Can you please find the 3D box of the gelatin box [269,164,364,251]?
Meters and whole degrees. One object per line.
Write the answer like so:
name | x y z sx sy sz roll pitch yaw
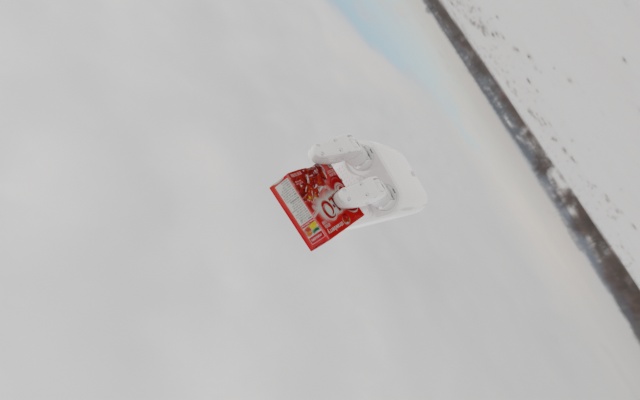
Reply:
gelatin box | 0.000 0.002 0.477 0.030 0.073 0.089 -35 -4 30
